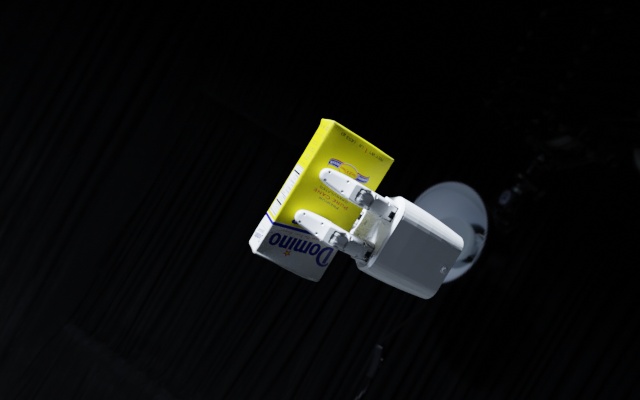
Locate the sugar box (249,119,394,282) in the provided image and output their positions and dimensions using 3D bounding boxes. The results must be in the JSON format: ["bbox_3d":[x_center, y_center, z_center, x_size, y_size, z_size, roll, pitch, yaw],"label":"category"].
[{"bbox_3d":[0.000,0.002,0.567,0.093,0.176,0.048,29,3,-22],"label":"sugar box"}]
